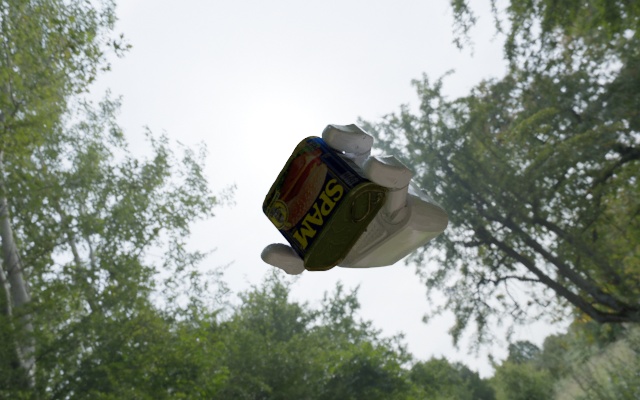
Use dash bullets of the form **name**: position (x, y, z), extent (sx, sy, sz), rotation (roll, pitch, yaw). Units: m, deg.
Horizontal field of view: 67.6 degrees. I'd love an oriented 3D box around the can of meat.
- **can of meat**: position (0.000, 0.001, 0.451), extent (0.057, 0.102, 0.084), rotation (8, 31, -52)
